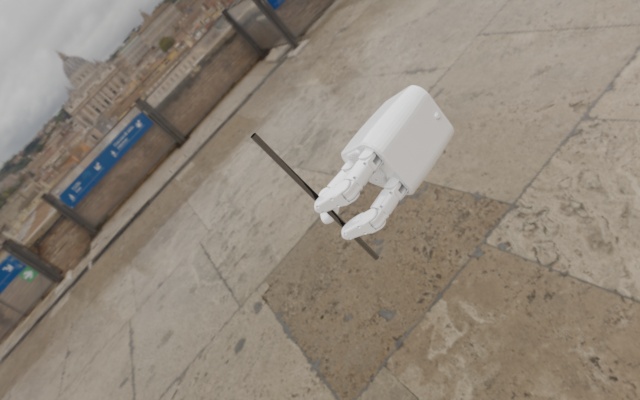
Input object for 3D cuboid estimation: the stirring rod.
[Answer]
[{"bbox_3d":[0.000,0.002,0.595,0.240,0.011,0.011,45,-24,-27],"label":"stirring rod"}]
